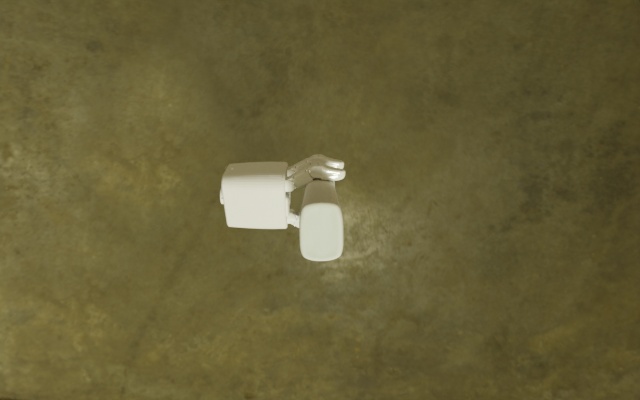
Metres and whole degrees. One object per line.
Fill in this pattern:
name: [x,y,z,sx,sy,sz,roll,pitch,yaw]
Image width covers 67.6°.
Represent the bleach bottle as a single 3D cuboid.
bleach bottle: [0.000,0.003,0.835,0.068,0.103,0.250,-1,21,0]
